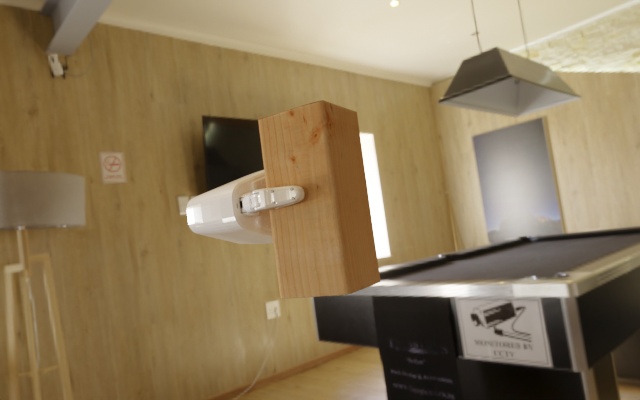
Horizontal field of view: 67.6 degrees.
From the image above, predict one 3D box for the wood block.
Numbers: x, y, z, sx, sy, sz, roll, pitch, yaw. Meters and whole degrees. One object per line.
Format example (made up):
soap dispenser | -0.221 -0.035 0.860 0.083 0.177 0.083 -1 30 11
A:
wood block | 0.000 0.002 0.555 0.090 0.206 0.091 -10 -4 30
